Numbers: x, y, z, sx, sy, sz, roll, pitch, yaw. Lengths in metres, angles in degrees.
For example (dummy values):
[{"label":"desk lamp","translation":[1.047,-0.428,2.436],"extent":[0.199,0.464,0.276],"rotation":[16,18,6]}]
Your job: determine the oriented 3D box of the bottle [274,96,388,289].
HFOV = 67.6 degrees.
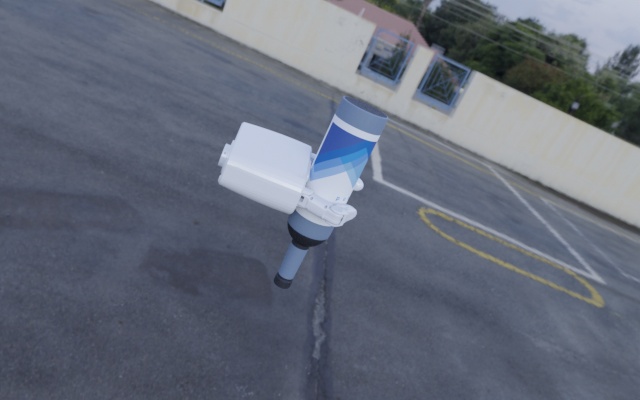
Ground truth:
[{"label":"bottle","translation":[0.000,0.002,0.676],"extent":[0.069,0.296,0.069],"rotation":[22,21,-9]}]
